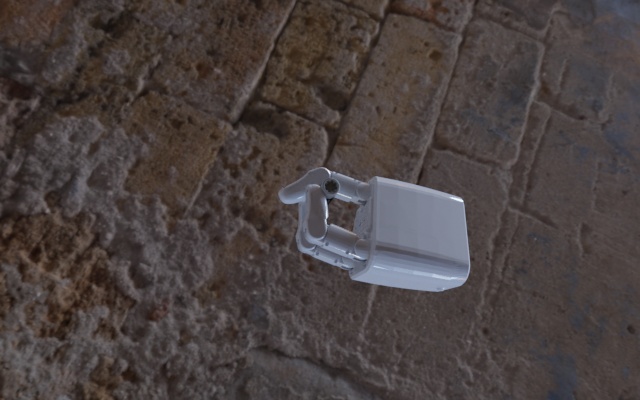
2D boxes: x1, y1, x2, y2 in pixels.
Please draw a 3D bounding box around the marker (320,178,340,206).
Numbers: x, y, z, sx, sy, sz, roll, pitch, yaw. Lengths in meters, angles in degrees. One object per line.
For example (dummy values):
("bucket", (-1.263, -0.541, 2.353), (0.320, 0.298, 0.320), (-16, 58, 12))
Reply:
("marker", (0.000, 0.002, 0.542), (0.020, 0.020, 0.121), (0, -16, -11))
